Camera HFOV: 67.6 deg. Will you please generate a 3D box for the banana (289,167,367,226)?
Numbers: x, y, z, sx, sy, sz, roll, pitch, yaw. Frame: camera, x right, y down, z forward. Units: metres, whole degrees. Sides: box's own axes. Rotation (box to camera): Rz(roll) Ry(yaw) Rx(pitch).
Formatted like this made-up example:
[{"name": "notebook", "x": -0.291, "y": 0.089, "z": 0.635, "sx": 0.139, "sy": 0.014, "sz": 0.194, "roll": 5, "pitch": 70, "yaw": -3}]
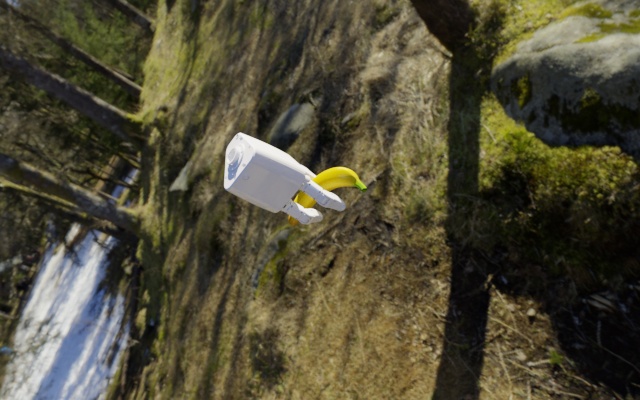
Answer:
[{"name": "banana", "x": 0.001, "y": -0.015, "z": 0.901, "sx": 0.037, "sy": 0.069, "sz": 0.198, "roll": 18, "pitch": -34, "yaw": -40}]
